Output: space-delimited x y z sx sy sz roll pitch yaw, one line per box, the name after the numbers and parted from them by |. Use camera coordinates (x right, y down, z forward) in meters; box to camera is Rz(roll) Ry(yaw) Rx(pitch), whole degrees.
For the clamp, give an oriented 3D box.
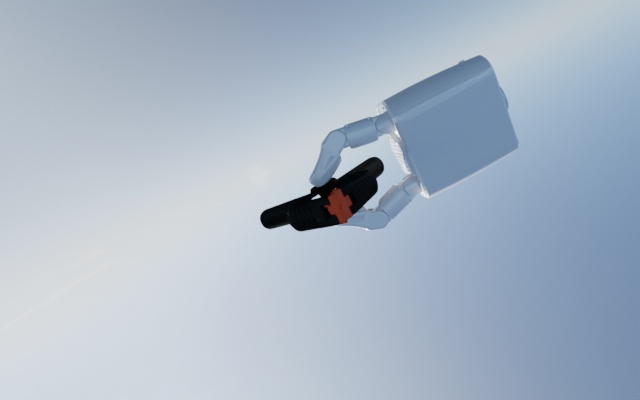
0.001 0.002 0.499 0.164 0.036 0.210 -27 6 5 | clamp
